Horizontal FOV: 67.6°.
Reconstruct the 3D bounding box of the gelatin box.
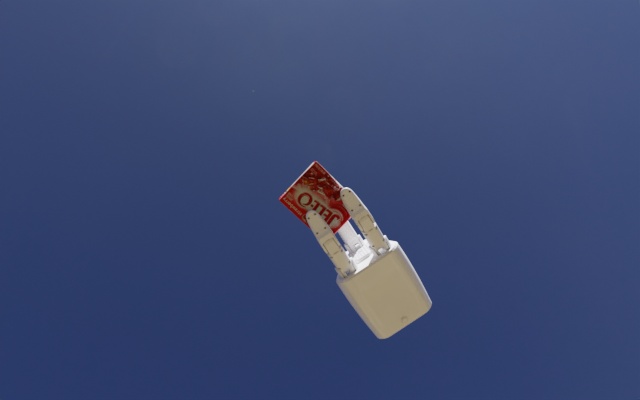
[{"bbox_3d":[0.000,0.002,0.653,0.089,0.073,0.030,44,2,-6],"label":"gelatin box"}]
